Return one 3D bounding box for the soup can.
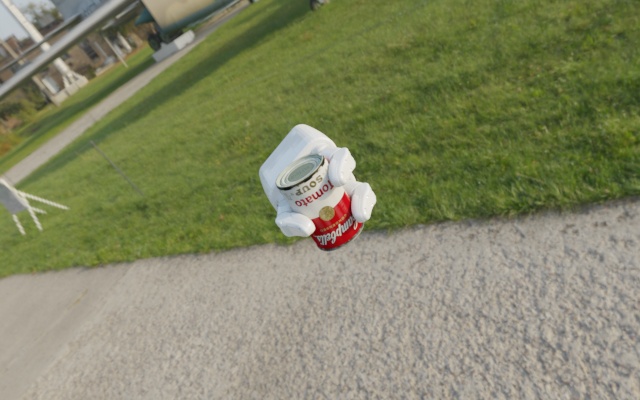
[{"bbox_3d":[0.000,0.002,0.576,0.068,0.102,0.068,-26,27,14],"label":"soup can"}]
